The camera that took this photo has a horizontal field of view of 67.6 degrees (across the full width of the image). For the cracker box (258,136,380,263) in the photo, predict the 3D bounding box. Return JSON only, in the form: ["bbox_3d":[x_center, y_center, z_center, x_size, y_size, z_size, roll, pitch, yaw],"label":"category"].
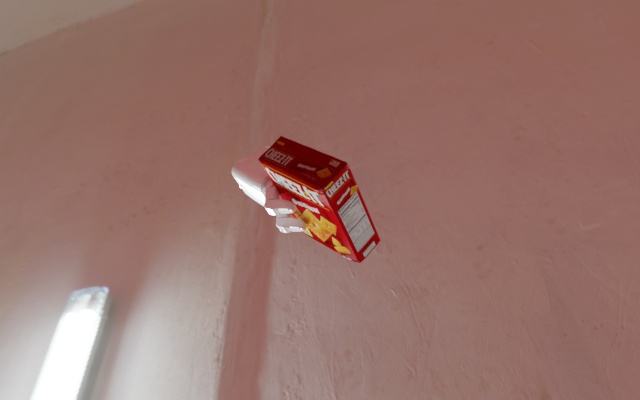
[{"bbox_3d":[0.000,0.003,0.850,0.164,0.072,0.214,26,-25,39],"label":"cracker box"}]
